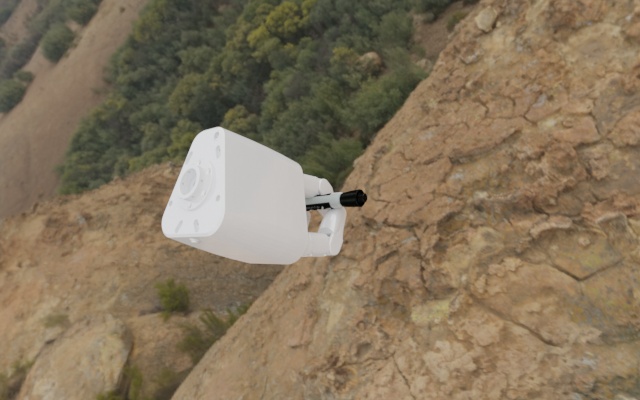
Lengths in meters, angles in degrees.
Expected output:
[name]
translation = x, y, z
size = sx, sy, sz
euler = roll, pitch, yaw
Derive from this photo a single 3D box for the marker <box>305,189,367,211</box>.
[marker]
translation = 0.000, 0.002, 0.536
size = 0.121, 0.020, 0.020
euler = -6, -4, 39
